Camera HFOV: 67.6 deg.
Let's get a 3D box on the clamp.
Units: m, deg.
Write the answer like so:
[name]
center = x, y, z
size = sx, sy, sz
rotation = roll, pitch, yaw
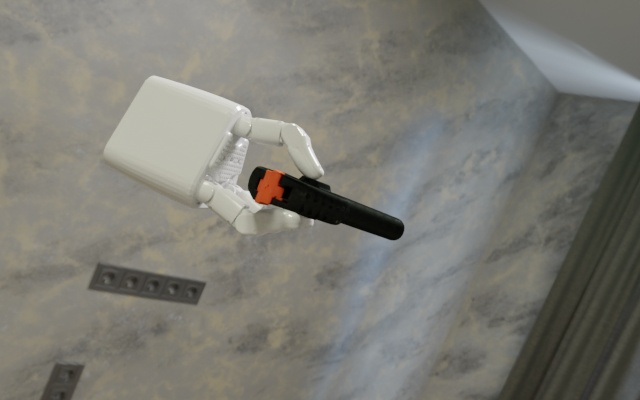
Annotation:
[clamp]
center = 0.000, 0.001, 0.456
size = 0.164, 0.036, 0.210
rotation = 21, 2, 11
